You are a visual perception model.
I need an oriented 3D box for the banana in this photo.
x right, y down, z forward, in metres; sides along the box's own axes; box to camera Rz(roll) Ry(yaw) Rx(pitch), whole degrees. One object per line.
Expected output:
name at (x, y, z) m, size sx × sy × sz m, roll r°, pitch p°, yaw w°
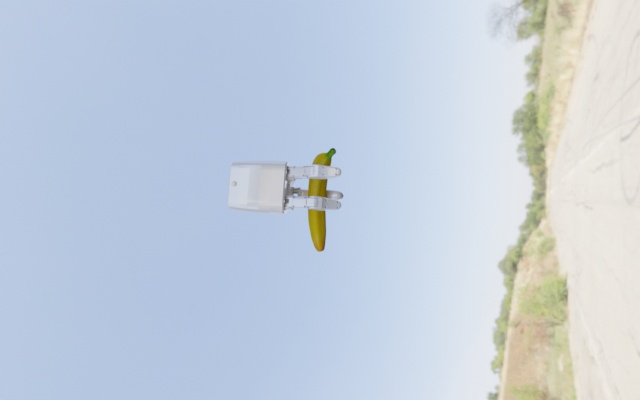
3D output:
banana at (-0.003, -0.005, 0.900) m, size 0.037 × 0.198 × 0.069 m, roll 2°, pitch 14°, yaw -12°
